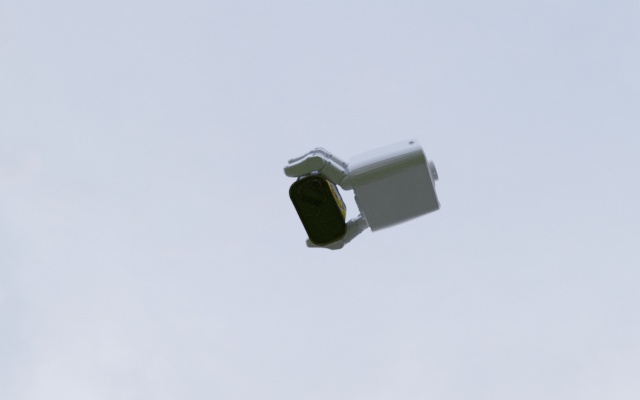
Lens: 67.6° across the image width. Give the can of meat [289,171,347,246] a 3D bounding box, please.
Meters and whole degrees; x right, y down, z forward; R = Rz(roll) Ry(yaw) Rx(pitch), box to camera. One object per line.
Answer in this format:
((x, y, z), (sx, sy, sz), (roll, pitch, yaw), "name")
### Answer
((0.000, 0.002, 0.698), (0.057, 0.102, 0.084), (-22, 15, 12), "can of meat")
